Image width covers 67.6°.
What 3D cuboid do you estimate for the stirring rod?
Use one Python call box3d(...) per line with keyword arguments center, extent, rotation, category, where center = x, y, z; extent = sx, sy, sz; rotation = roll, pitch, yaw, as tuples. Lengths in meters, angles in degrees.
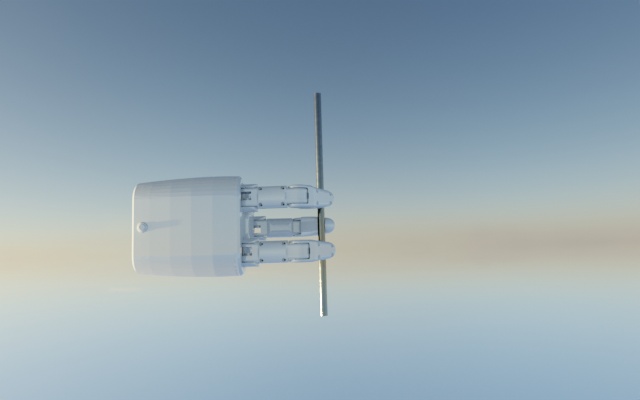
box3d(center=(0.000, 0.002, 0.515), extent=(0.011, 0.239, 0.011), rotation=(-2, -6, 0), category="stirring rod")
